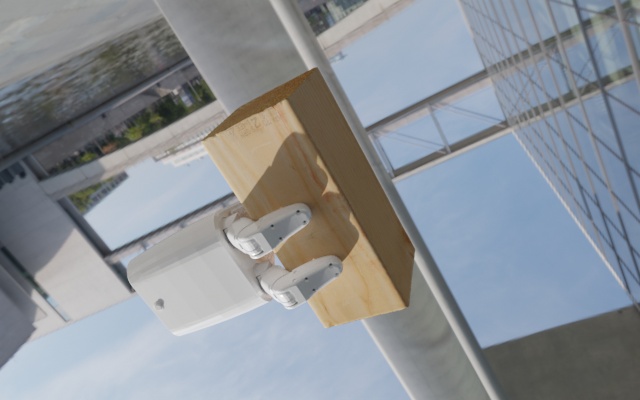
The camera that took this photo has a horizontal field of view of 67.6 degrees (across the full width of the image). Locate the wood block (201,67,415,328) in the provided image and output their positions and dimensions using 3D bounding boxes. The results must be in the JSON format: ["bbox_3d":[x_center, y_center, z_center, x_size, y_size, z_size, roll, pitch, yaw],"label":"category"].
[{"bbox_3d":[0.000,0.001,0.430,0.090,0.206,0.090,-21,23,24],"label":"wood block"}]
